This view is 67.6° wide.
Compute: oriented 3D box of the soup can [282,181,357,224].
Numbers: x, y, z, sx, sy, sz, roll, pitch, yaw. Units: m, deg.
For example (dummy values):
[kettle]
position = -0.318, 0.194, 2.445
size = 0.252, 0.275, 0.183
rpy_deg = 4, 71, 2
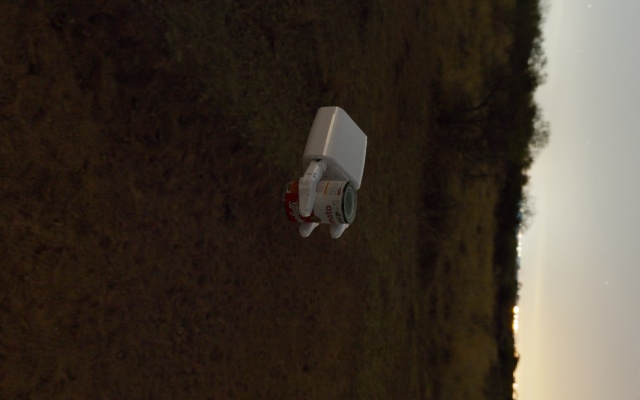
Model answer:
[soup can]
position = 0.000, 0.003, 0.757
size = 0.102, 0.068, 0.068
rpy_deg = 1, 0, 22
